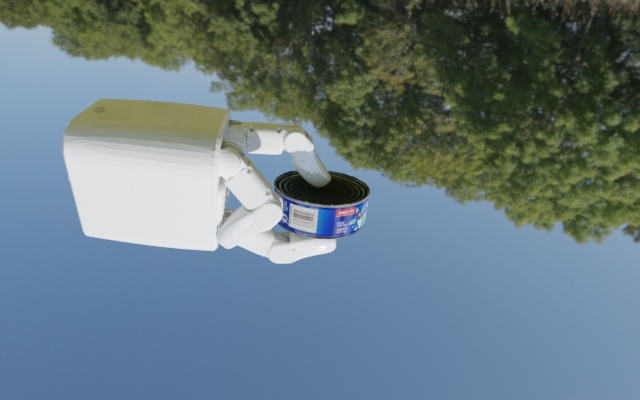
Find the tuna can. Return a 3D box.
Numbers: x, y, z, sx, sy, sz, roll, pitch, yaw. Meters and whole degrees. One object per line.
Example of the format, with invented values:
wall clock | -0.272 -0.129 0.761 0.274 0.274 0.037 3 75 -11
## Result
tuna can | 0.000 0.002 0.432 0.086 0.034 0.086 5 23 -2
